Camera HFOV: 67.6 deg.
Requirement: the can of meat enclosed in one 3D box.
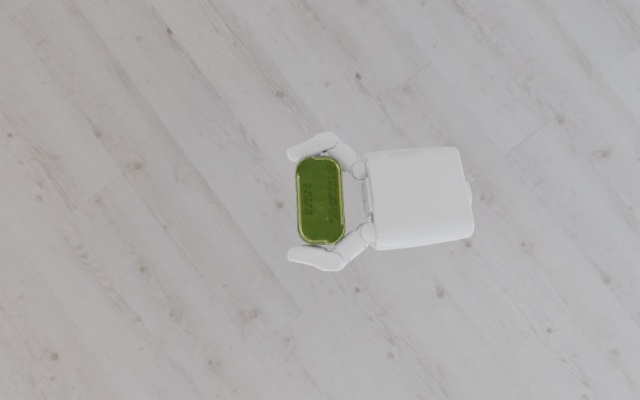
[{"bbox_3d":[0.000,0.002,0.550,0.057,0.102,0.084,-3,-3,0],"label":"can of meat"}]
